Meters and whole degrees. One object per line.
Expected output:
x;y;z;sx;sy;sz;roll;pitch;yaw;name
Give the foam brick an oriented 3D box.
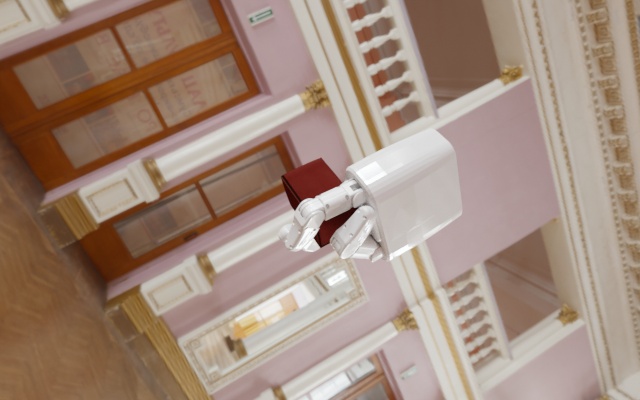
0.000;0.002;0.527;0.051;0.078;0.053;-29;-36;-12;foam brick
